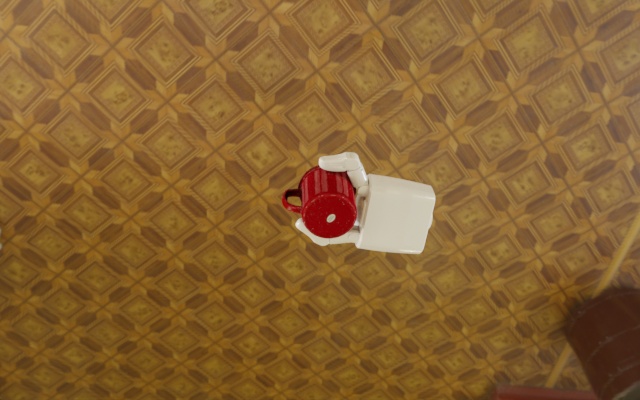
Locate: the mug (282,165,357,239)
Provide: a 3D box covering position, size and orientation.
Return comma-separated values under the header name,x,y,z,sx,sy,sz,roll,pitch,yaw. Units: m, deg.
name,x,y,z,sx,sy,sz,roll,pitch,yaw
mug,-0.001,0.002,0.721,0.117,0.093,0.081,6,31,-6
